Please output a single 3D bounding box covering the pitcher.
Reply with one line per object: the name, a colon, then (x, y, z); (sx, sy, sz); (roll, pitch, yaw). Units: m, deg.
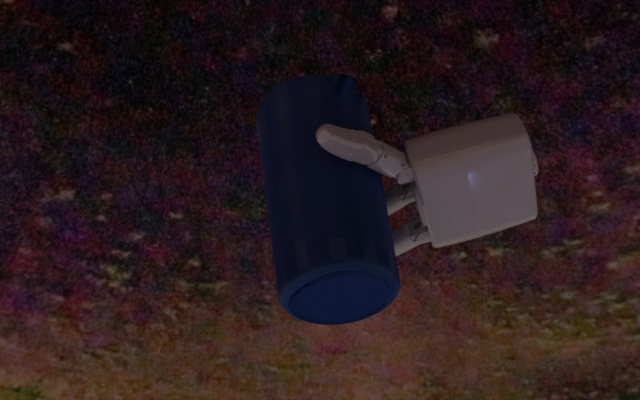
pitcher: (0.000, 0.002, 0.494); (0.145, 0.242, 0.149); (-15, -40, 9)
